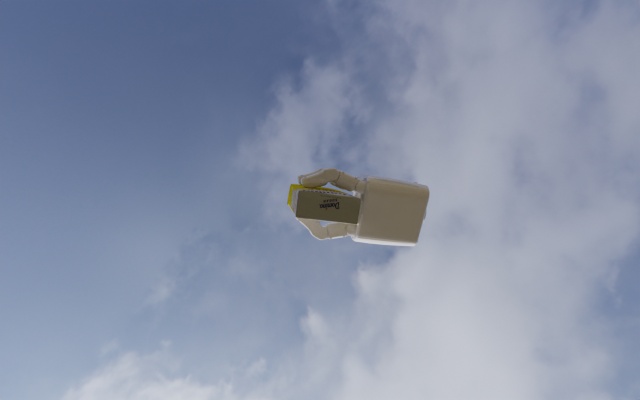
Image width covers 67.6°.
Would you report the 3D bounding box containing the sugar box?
[{"bbox_3d":[0.000,0.002,0.759,0.093,0.048,0.176,7,2,-9],"label":"sugar box"}]
